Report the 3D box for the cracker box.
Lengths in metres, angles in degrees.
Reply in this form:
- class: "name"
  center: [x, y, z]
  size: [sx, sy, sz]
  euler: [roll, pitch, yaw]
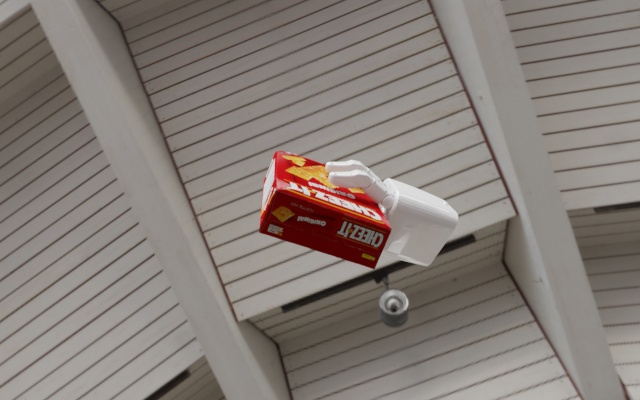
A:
- class: "cracker box"
  center: [0.000, 0.002, 0.705]
  size: [0.164, 0.072, 0.213]
  euler: [18, 16, -11]
